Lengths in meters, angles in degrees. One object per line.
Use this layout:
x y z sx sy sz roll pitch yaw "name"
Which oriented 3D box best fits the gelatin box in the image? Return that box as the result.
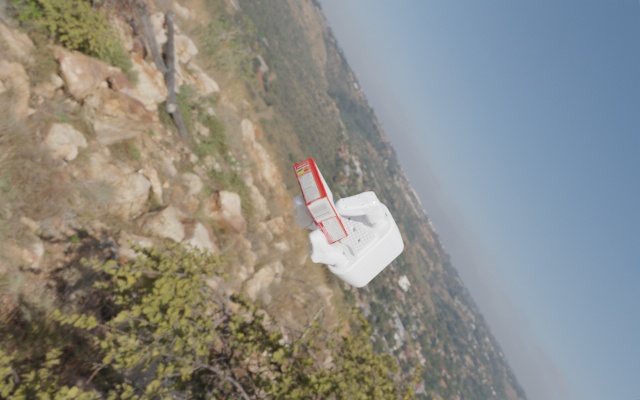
0.000 0.002 0.601 0.030 0.073 0.089 -24 -42 5 "gelatin box"
